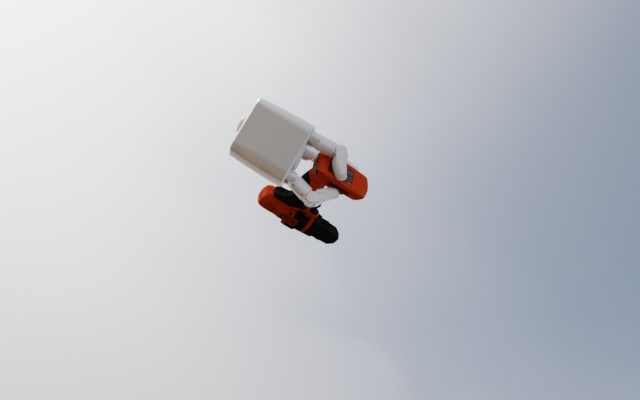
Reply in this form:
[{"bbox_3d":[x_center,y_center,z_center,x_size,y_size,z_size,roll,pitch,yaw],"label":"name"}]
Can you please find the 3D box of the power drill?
[{"bbox_3d":[0.000,0.003,0.881,0.184,0.057,0.188,31,-44,-22],"label":"power drill"}]
